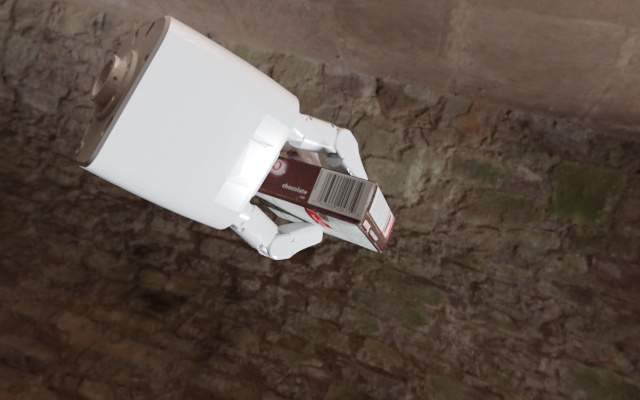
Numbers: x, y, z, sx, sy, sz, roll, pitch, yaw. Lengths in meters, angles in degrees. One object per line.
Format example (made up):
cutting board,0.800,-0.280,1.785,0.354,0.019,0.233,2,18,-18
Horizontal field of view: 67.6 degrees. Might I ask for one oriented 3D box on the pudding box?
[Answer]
pudding box,0.000,0.001,0.407,0.113,0.039,0.090,19,-12,23
